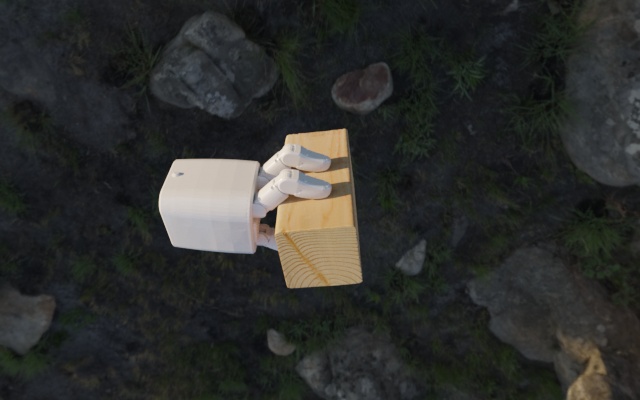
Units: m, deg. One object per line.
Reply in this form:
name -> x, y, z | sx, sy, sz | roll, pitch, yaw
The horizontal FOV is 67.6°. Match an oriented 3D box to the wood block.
wood block -> 0.000, 0.002, 0.609 | 0.090, 0.091, 0.206 | -5, 38, 5
